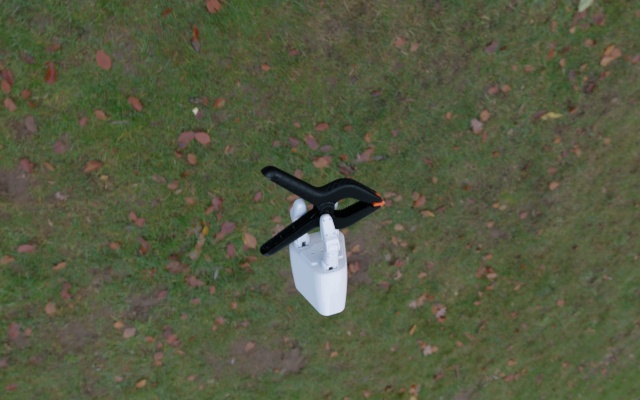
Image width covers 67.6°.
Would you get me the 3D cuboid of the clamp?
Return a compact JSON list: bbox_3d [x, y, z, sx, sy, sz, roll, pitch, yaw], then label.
[{"bbox_3d":[0.001,0.003,0.750,0.210,0.165,0.036,-12,40,-13],"label":"clamp"}]
